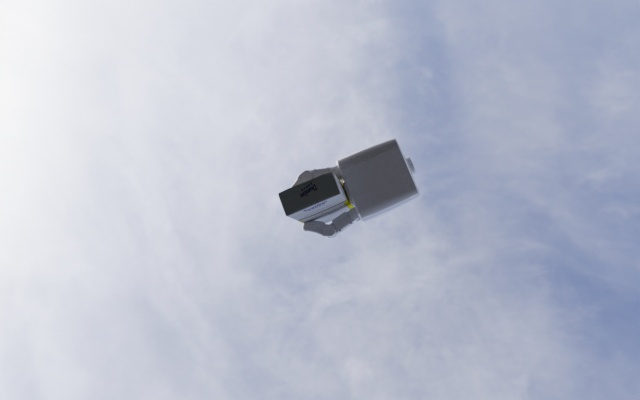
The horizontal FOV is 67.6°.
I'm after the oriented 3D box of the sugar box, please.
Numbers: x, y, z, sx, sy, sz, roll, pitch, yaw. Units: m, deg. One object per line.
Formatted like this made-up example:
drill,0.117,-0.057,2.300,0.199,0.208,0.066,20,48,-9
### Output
sugar box,0.000,0.002,0.801,0.093,0.048,0.176,-23,-15,7
